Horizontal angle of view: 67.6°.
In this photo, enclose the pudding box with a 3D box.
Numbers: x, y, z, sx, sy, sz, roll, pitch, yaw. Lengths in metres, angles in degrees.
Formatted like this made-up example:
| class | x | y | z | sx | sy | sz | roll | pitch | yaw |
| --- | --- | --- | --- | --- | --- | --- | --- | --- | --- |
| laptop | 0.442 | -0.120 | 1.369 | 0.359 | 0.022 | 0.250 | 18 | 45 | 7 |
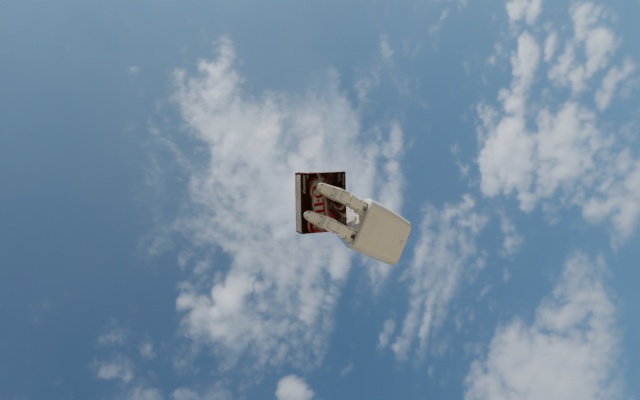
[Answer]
| class | x | y | z | sx | sy | sz | roll | pitch | yaw |
| --- | --- | --- | --- | --- | --- | --- | --- | --- | --- |
| pudding box | 0.000 | 0.003 | 0.877 | 0.090 | 0.113 | 0.039 | -4 | 4 | -24 |
